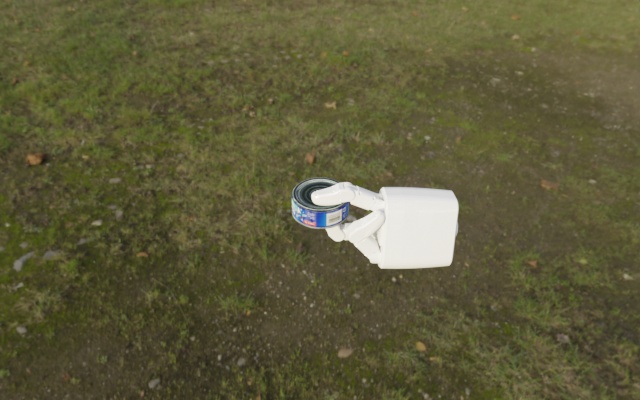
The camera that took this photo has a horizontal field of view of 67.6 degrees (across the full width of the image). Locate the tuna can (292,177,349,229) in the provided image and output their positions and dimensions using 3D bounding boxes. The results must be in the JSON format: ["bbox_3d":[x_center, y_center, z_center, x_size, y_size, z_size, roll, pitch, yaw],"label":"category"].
[{"bbox_3d":[0.000,0.002,0.703,0.086,0.034,0.086,0,37,0],"label":"tuna can"}]
